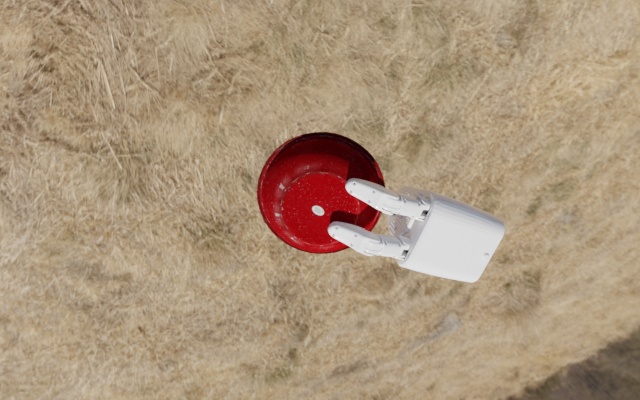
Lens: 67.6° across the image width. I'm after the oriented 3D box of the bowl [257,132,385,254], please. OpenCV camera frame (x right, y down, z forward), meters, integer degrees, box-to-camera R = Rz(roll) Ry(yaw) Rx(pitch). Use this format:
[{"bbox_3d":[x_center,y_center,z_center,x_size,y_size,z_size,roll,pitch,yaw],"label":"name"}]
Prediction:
[{"bbox_3d":[-0.001,0.002,0.575,0.162,0.162,0.055,0,19,2],"label":"bowl"}]
